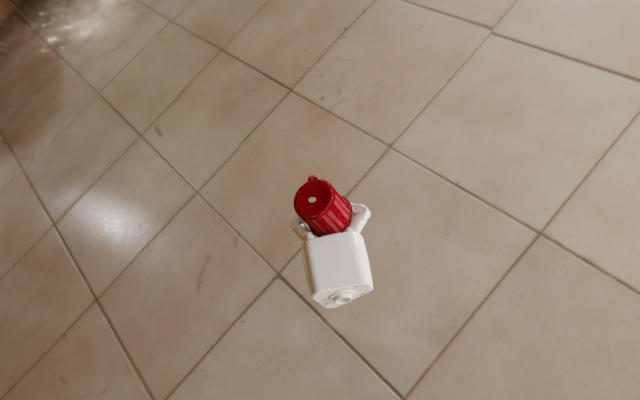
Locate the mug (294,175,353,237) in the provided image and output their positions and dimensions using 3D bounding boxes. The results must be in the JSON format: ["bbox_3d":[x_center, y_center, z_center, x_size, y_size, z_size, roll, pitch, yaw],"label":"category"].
[{"bbox_3d":[0.000,0.002,0.888,0.093,0.117,0.081,-22,-33,15],"label":"mug"}]
